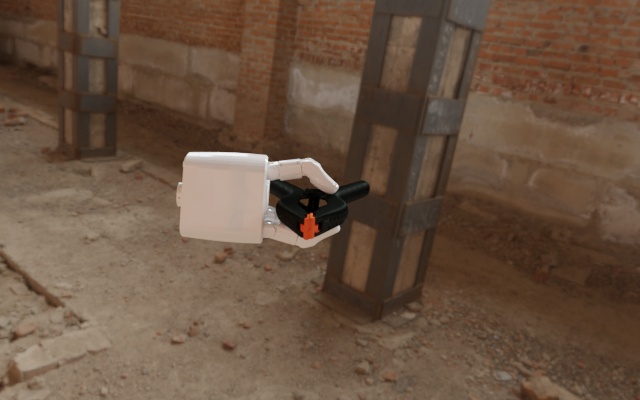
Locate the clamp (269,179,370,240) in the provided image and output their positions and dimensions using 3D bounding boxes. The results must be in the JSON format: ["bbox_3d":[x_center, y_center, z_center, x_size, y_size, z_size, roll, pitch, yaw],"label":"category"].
[{"bbox_3d":[0.000,0.002,0.656,0.164,0.036,0.210,0,17,-5],"label":"clamp"}]
